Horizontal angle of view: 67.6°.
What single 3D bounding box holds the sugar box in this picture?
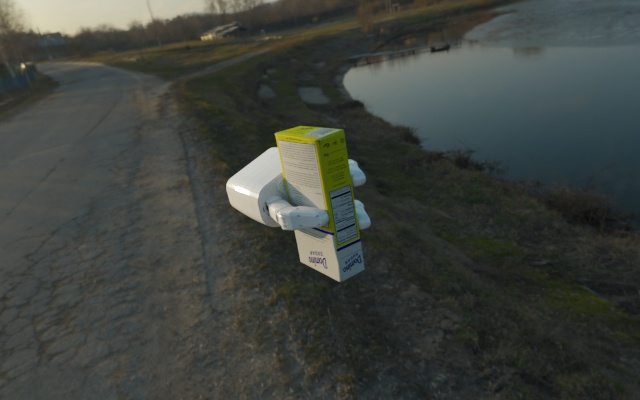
[{"bbox_3d":[0.000,0.002,0.579,0.048,0.176,0.093,-24,23,-29],"label":"sugar box"}]
